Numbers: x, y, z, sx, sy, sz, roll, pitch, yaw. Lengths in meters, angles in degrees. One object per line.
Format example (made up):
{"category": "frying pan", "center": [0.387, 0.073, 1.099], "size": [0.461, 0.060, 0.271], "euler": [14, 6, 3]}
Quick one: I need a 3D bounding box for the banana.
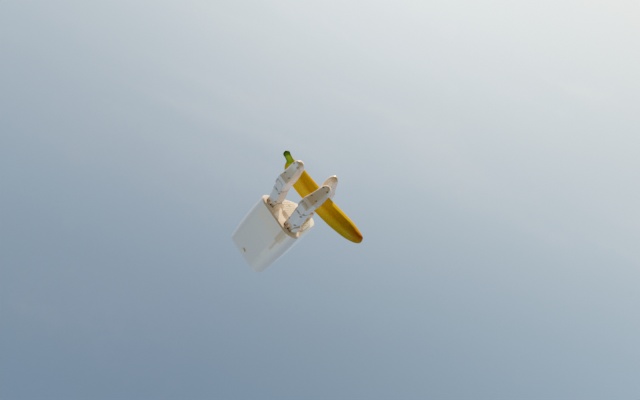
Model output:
{"category": "banana", "center": [-0.002, 0.001, 0.822], "size": [0.037, 0.198, 0.069], "euler": [-42, -1, -2]}
